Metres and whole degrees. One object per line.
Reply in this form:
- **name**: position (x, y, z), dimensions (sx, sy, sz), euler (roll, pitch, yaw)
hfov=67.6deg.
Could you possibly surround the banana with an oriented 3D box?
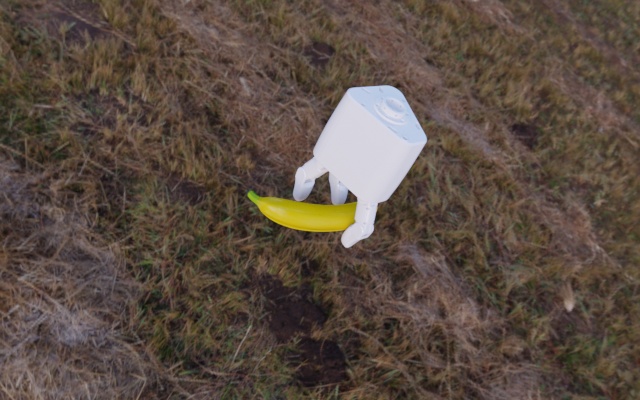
- **banana**: position (0.000, 0.015, 0.670), dimensions (0.198, 0.069, 0.037), euler (7, -47, -20)
